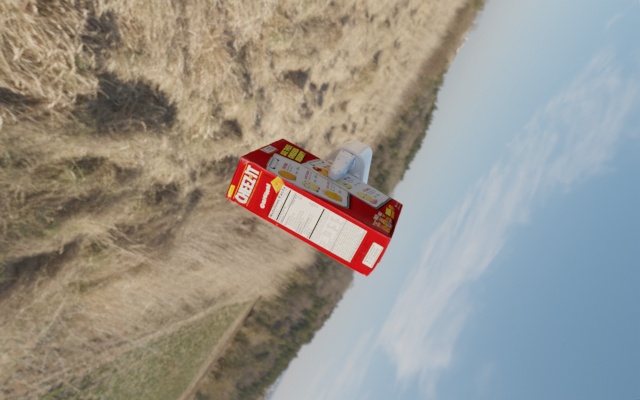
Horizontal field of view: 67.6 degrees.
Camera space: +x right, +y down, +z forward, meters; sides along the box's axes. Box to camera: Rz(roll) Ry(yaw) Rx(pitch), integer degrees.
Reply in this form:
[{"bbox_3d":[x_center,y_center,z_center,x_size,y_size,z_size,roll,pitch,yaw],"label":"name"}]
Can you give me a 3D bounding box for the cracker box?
[{"bbox_3d":[0.000,0.002,0.663,0.213,0.072,0.164,28,20,6],"label":"cracker box"}]
